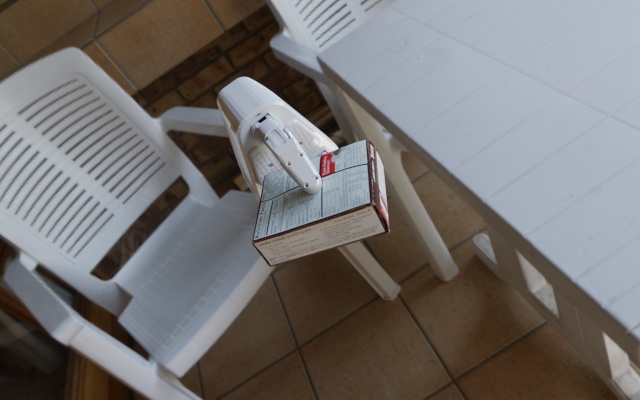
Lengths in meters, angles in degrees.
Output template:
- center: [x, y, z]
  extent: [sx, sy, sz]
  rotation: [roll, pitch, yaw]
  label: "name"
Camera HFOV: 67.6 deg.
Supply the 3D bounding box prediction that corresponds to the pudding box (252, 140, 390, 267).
- center: [0.000, 0.001, 0.418]
  extent: [0.113, 0.090, 0.039]
  rotation: [-20, -51, 19]
  label: "pudding box"
